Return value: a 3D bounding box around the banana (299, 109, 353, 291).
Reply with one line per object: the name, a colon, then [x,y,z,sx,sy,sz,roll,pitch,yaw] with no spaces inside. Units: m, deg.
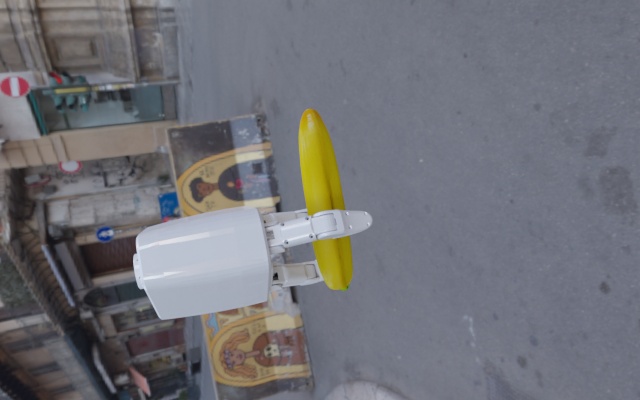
banana: [0.004,0.007,0.473,0.037,0.198,0.069,-10,9,-8]
